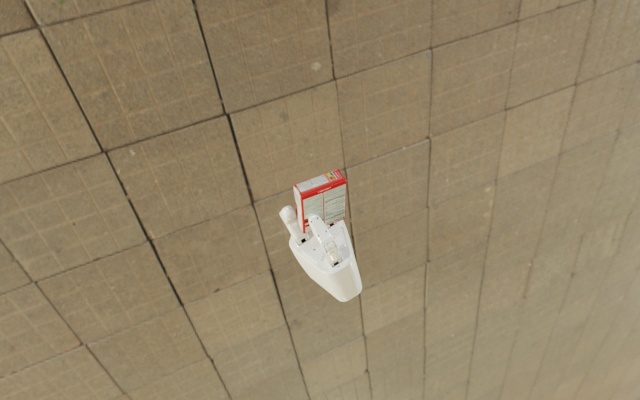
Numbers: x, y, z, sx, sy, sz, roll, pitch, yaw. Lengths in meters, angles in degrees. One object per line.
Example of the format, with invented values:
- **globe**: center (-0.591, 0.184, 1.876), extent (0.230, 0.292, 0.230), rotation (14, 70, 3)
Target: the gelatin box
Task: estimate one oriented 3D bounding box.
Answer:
- **gelatin box**: center (0.000, 0.002, 0.709), extent (0.073, 0.030, 0.089), rotation (-21, -39, -16)
